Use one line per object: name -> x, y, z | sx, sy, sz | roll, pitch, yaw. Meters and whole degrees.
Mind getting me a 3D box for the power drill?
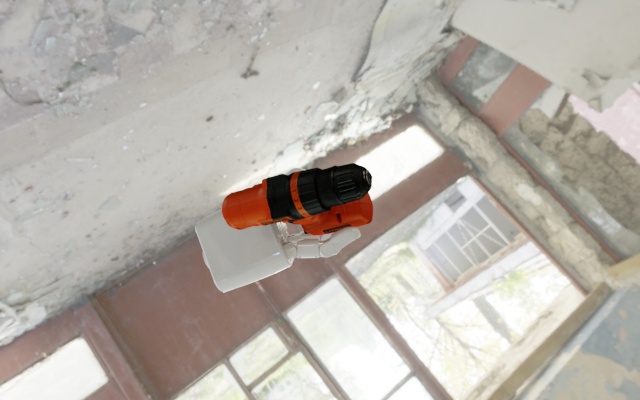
power drill -> 0.000, 0.002, 0.595 | 0.184, 0.057, 0.188 | -12, -13, 24
